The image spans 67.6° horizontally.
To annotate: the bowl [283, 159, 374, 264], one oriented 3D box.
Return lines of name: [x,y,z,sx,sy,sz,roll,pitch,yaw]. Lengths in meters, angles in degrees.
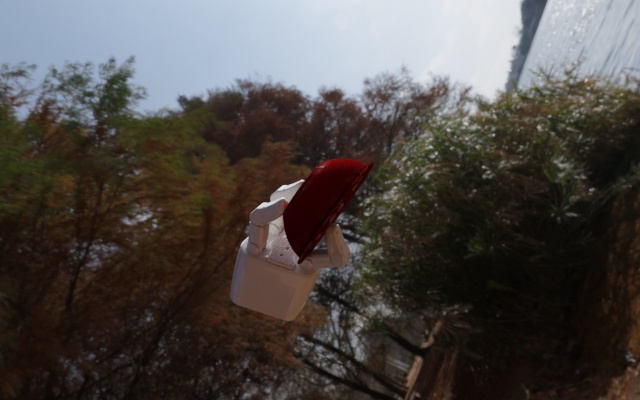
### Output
bowl: [0.000,0.001,0.614,0.055,0.162,0.162,37,4,5]
